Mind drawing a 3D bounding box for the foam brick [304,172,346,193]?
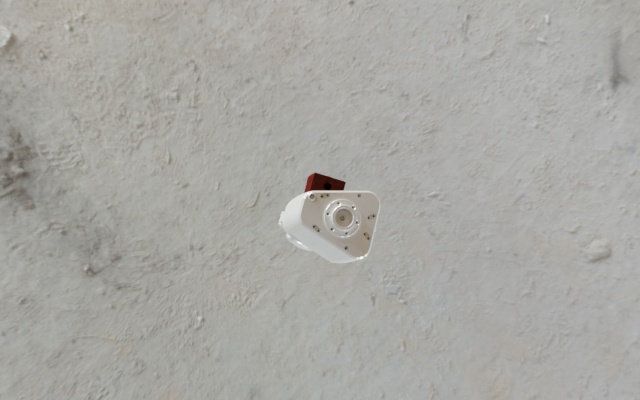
[{"bbox_3d":[0.000,0.002,0.742,0.053,0.078,0.051,17,-11,-11],"label":"foam brick"}]
